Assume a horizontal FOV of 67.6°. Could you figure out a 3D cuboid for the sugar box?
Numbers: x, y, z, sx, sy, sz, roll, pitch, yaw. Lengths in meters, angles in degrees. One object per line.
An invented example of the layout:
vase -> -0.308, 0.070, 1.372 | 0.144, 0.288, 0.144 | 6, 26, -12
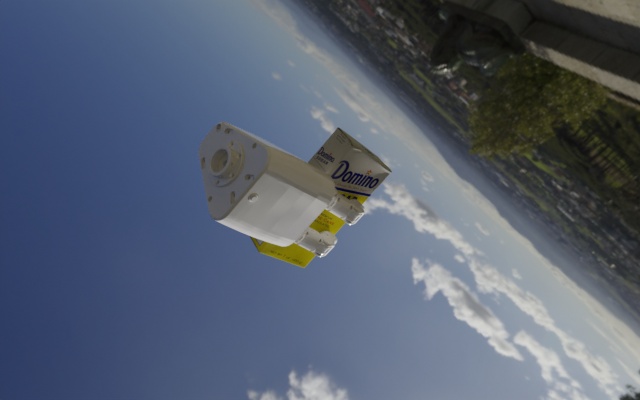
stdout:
sugar box -> 0.000, 0.002, 0.603 | 0.093, 0.176, 0.048 | 27, 22, -47
